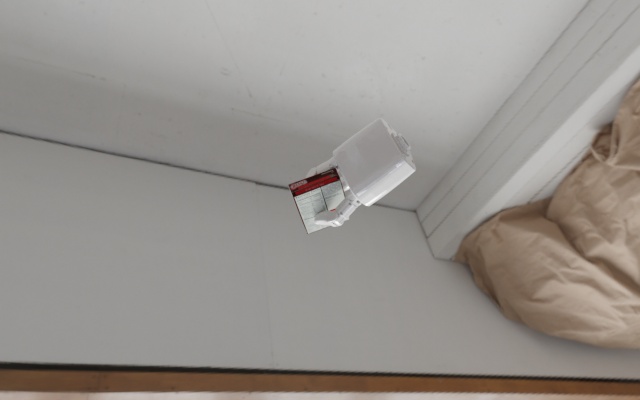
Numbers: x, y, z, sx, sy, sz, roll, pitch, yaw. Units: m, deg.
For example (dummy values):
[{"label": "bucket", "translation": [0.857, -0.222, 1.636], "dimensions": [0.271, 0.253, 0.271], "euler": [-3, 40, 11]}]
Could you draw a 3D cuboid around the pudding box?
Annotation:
[{"label": "pudding box", "translation": [0.000, 0.003, 0.863], "dimensions": [0.090, 0.114, 0.039], "euler": [-19, 45, -2]}]
